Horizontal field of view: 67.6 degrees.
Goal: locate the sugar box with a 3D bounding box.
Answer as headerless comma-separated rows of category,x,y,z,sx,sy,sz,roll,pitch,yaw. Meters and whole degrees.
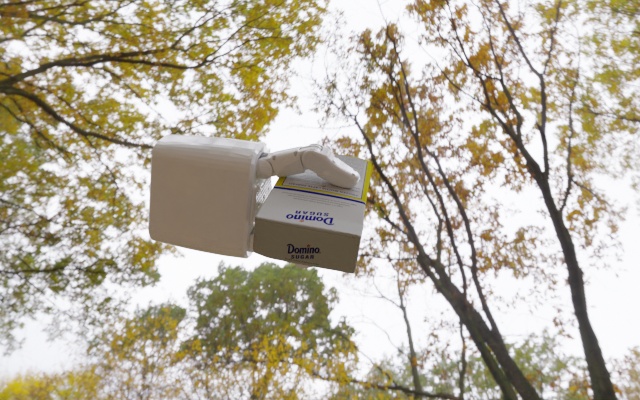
sugar box,0.000,0.002,0.480,0.093,0.048,0.176,10,29,5
